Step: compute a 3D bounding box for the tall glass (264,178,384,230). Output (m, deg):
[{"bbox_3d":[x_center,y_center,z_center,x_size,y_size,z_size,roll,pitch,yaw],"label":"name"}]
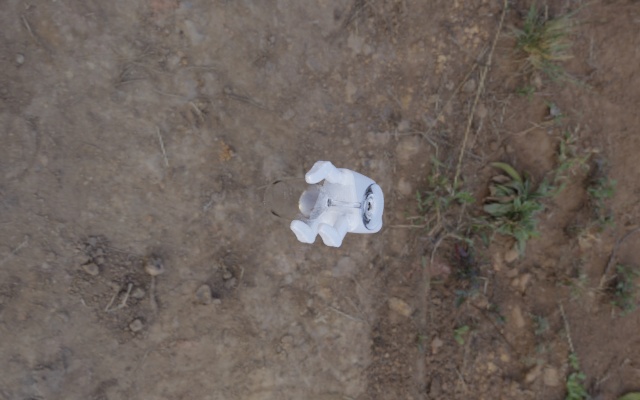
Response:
[{"bbox_3d":[0.001,0.003,0.805,0.201,0.079,0.079,5,3,33],"label":"tall glass"}]
